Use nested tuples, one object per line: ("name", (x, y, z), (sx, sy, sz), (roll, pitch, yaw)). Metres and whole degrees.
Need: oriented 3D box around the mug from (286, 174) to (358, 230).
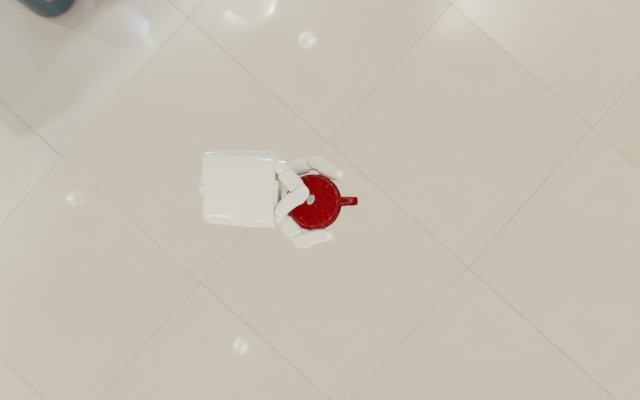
("mug", (0.002, 0.003, 0.746), (0.117, 0.093, 0.081), (2, -2, 1))
